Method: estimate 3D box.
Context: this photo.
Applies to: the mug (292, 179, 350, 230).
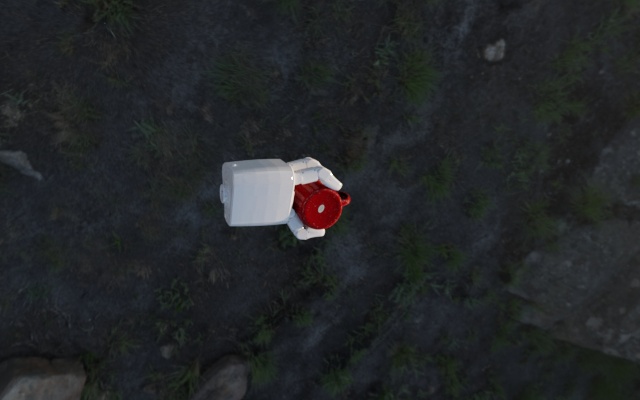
[{"bbox_3d":[0.002,0.003,0.894,0.117,0.093,0.081,-6,21,-21],"label":"mug"}]
